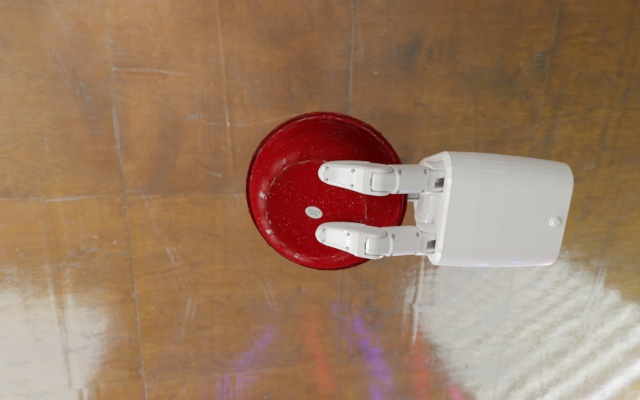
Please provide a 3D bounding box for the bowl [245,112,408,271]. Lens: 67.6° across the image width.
[{"bbox_3d":[-0.001,0.002,0.444,0.162,0.162,0.055,0,17,10],"label":"bowl"}]
